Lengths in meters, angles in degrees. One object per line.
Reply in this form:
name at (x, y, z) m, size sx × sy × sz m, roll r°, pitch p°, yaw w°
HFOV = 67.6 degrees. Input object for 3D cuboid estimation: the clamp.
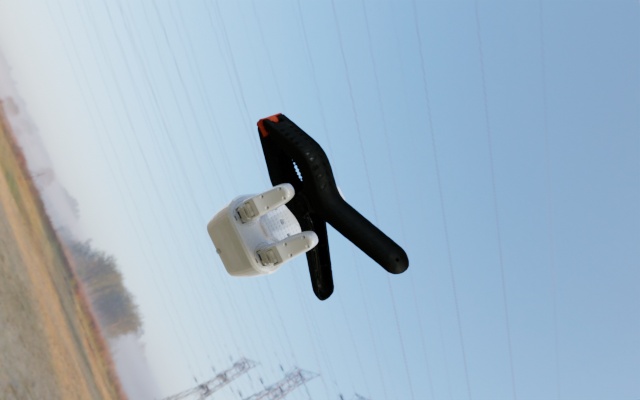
clamp at (0.000, 0.001, 0.488) m, size 0.036 × 0.210 × 0.164 m, roll -25°, pitch 0°, yaw -34°
